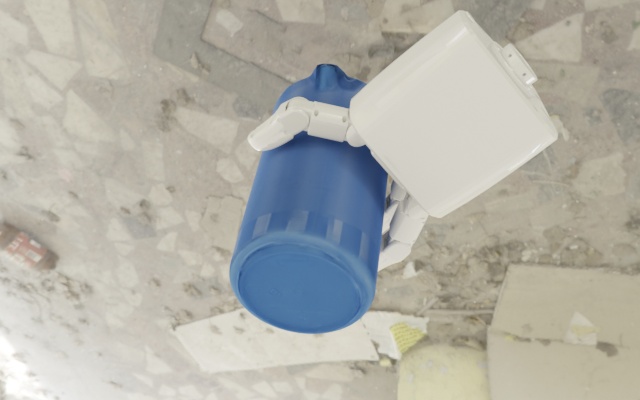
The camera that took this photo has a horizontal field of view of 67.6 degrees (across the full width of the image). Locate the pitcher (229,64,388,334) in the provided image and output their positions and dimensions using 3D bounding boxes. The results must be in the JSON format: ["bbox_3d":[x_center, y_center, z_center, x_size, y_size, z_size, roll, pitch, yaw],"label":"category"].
[{"bbox_3d":[0.000,0.001,0.440,0.149,0.242,0.145,40,-56,-21],"label":"pitcher"}]
